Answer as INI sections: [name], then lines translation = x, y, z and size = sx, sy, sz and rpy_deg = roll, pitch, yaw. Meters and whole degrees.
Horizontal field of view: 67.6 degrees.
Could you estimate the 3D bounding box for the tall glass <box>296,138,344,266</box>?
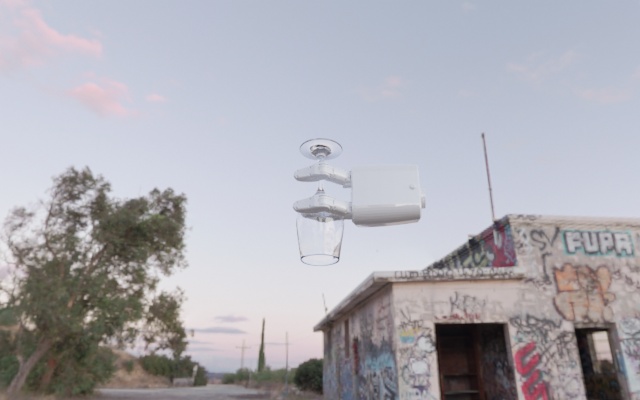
[tall glass]
translation = 0.000, 0.002, 0.785
size = 0.079, 0.201, 0.079
rpy_deg = 1, -24, 0
